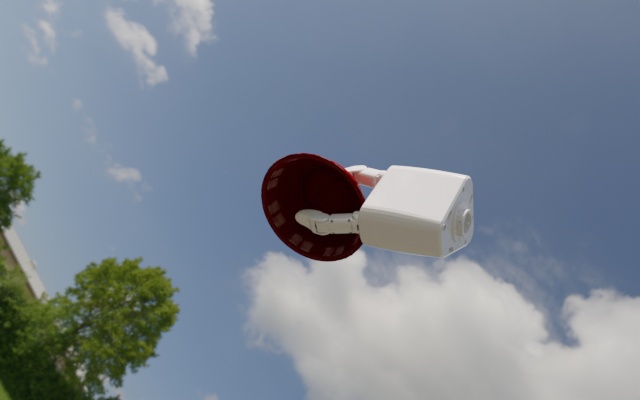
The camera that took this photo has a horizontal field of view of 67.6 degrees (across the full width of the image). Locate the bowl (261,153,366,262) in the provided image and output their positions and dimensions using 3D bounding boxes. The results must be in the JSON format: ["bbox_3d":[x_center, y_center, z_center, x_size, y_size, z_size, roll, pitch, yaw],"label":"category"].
[{"bbox_3d":[-0.001,0.002,0.659,0.162,0.162,0.055,0,25,28],"label":"bowl"}]
